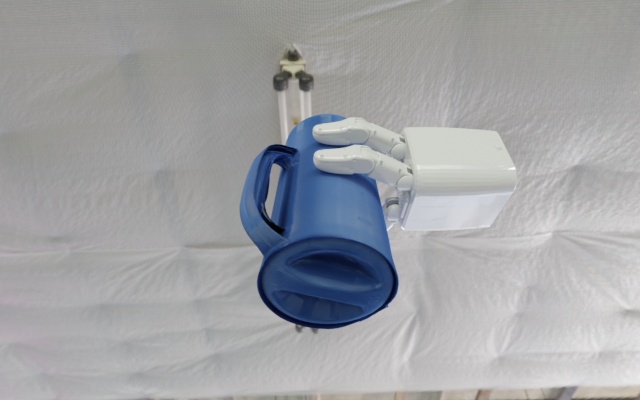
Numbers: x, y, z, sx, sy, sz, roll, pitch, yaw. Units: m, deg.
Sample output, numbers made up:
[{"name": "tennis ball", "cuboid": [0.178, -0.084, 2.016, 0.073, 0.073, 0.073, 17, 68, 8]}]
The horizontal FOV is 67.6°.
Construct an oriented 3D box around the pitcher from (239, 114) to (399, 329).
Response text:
[{"name": "pitcher", "cuboid": [0.000, 0.002, 0.528, 0.145, 0.149, 0.242, -1, 41, 1]}]
